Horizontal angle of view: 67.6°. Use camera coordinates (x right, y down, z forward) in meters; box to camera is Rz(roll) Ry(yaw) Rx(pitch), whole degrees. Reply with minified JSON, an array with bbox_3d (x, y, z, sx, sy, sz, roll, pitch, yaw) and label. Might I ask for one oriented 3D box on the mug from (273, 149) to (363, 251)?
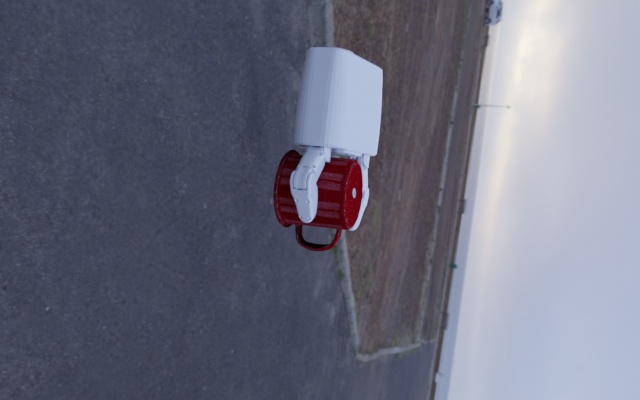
[{"bbox_3d":[0.000,0.003,0.556,0.081,0.117,0.093,6,4,18],"label":"mug"}]
